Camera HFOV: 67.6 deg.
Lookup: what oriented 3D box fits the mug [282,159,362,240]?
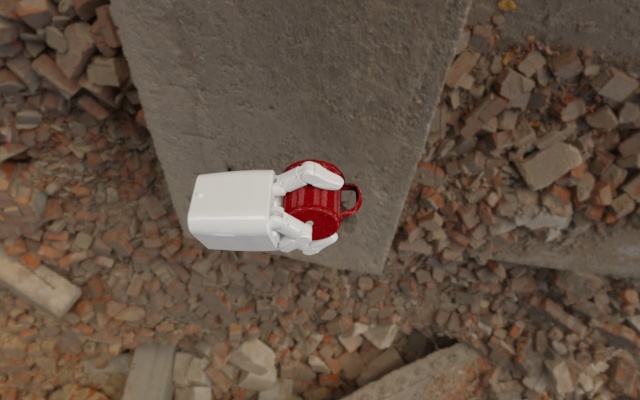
[{"bbox_3d":[0.002,0.002,0.671,0.117,0.081,0.093,-2,-38,5],"label":"mug"}]
